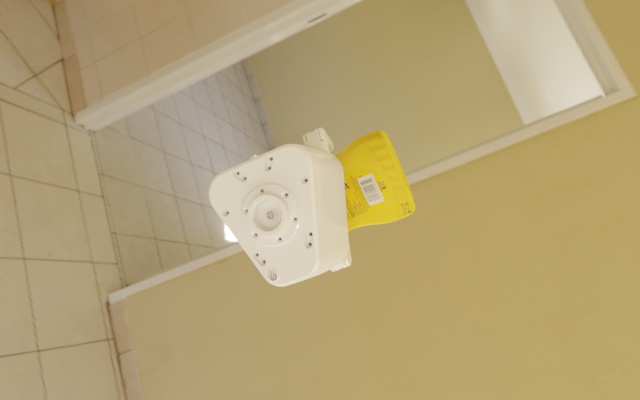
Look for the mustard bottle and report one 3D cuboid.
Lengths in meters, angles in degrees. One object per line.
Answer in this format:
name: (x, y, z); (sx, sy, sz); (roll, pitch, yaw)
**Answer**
mustard bottle: (0.000, 0.002, 0.532); (0.191, 0.096, 0.058); (-22, 19, 13)
